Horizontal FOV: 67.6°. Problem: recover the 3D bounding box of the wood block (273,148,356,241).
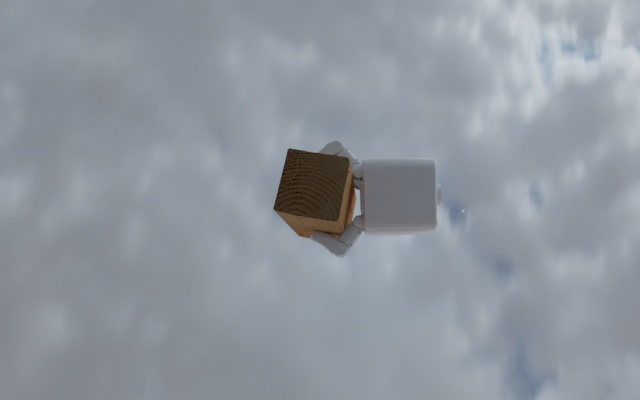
[{"bbox_3d":[0.000,0.003,0.728,0.090,0.090,0.206,10,-13,9],"label":"wood block"}]
